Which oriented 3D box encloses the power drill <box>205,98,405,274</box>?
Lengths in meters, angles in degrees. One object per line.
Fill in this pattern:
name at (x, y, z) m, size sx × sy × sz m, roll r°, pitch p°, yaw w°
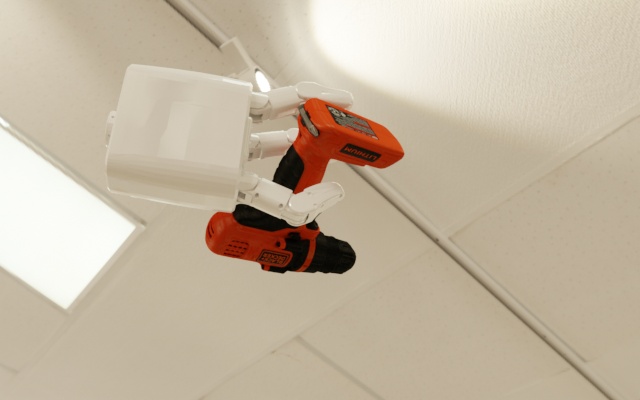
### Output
power drill at (0.000, 0.001, 0.487) m, size 0.184 × 0.188 × 0.057 m, roll 15°, pitch 32°, yaw -36°
